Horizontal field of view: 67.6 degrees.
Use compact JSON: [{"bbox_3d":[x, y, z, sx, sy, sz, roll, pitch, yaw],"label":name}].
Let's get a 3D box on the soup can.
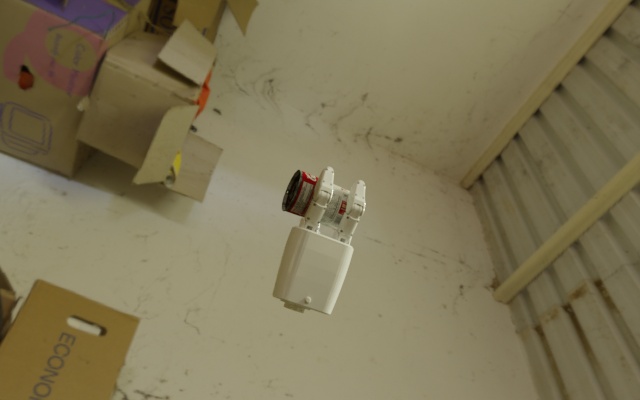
[{"bbox_3d":[0.000,0.002,0.740,0.102,0.068,0.068,22,-6,-16],"label":"soup can"}]
